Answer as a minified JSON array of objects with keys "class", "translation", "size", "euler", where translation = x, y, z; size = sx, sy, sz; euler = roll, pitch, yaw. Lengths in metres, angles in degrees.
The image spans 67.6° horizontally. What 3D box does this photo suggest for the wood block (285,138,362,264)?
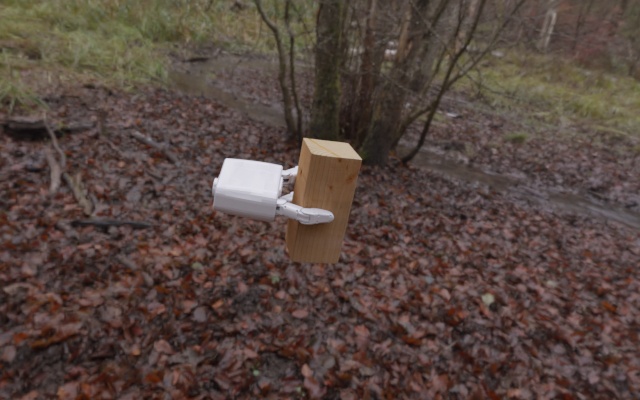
[{"class":"wood block","translation":[0.000,0.003,0.867],"size":[0.090,0.206,0.090],"euler":[5,24,-15]}]
